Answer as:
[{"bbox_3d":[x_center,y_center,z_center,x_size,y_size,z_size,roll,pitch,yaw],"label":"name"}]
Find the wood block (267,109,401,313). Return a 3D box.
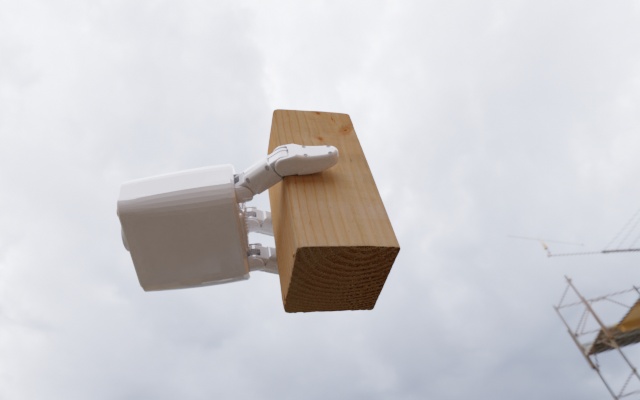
[{"bbox_3d":[0.000,0.001,0.486,0.090,0.091,0.206,1,42,-14],"label":"wood block"}]
